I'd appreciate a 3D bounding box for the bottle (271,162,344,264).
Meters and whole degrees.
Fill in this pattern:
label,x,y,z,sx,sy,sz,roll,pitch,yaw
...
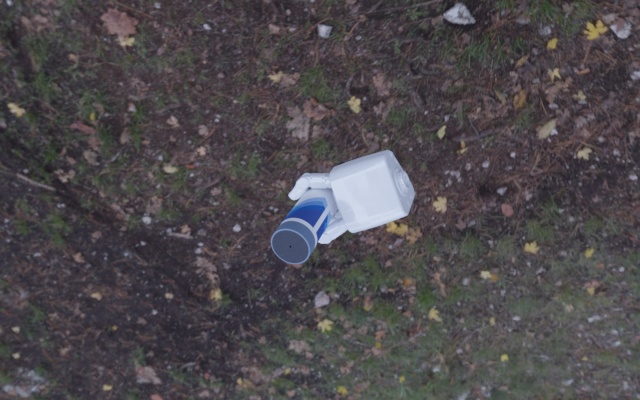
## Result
label,x,y,z,sx,sy,sz,roll,pitch,yaw
bottle,0.000,0.003,0.865,0.069,0.069,0.295,0,28,22
